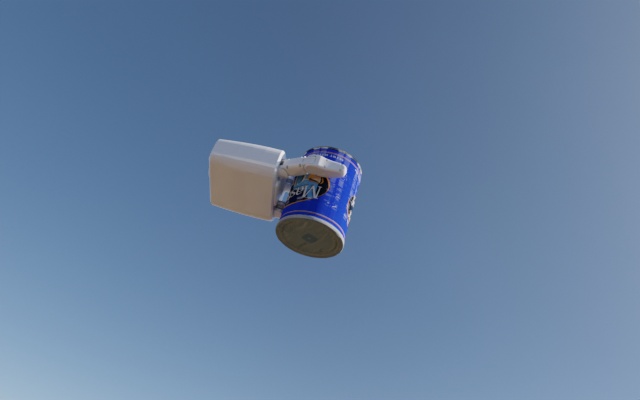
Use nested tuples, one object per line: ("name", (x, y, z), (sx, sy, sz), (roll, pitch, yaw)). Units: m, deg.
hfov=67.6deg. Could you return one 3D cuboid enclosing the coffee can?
("coffee can", (0.000, 0.003, 0.733), (0.103, 0.140, 0.103), (11, -36, 8))
